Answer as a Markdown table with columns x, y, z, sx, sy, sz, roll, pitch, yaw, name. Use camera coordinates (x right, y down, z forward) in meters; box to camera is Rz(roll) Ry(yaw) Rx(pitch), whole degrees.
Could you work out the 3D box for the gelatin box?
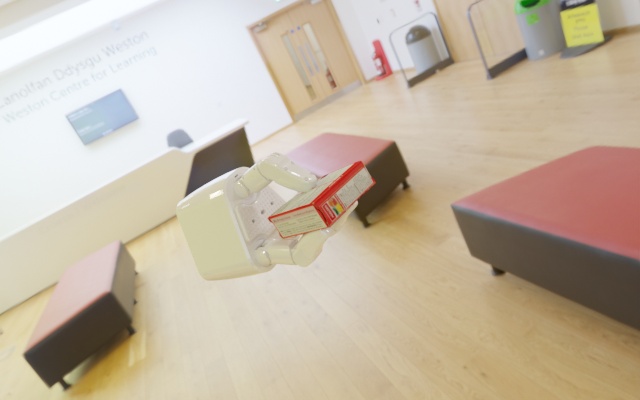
| x | y | z | sx | sy | sz | roll | pitch | yaw | name |
| --- | --- | --- | --- | --- | --- | --- | --- | --- | --- |
| 0.000 | 0.001 | 0.465 | 0.073 | 0.030 | 0.089 | -42 | 12 | -33 | gelatin box |
